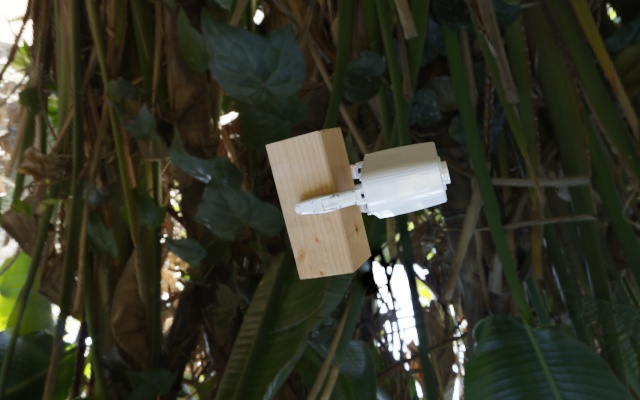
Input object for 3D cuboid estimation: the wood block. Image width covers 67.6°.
[{"bbox_3d":[0.000,0.002,0.719,0.090,0.206,0.091,-11,6,25],"label":"wood block"}]
